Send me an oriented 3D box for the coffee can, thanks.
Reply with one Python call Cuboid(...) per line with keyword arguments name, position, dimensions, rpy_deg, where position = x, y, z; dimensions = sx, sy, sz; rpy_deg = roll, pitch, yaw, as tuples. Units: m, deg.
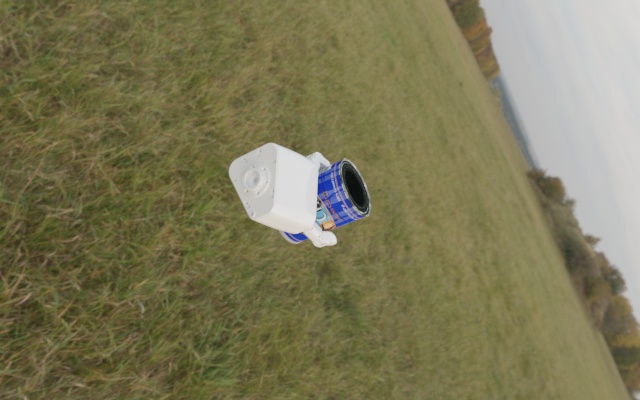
Cuboid(name="coffee can", position=(0.000, 0.003, 0.809), dimensions=(0.140, 0.103, 0.103), rpy_deg=(-23, -10, 24))
